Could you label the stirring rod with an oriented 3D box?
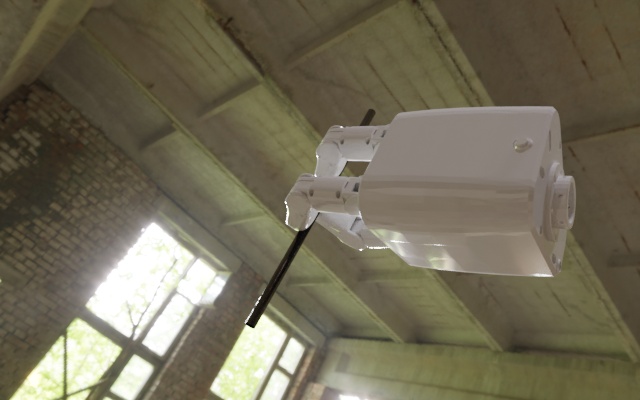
[{"bbox_3d":[0.000,0.001,0.405,0.011,0.239,0.011,21,-33,14],"label":"stirring rod"}]
